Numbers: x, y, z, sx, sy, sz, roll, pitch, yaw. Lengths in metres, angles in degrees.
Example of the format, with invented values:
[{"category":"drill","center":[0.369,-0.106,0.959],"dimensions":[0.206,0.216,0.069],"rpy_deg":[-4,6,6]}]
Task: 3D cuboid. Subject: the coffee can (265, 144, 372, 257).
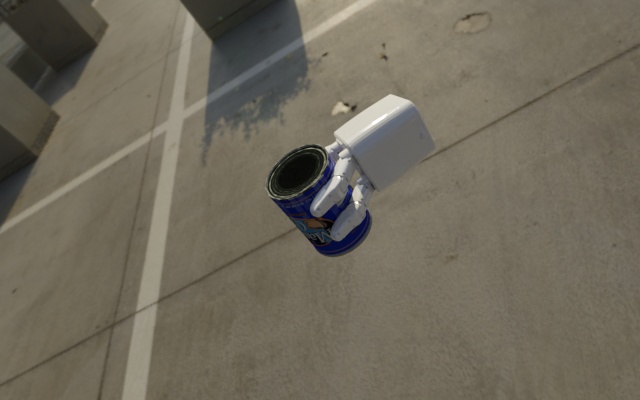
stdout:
[{"category":"coffee can","center":[0.000,0.002,0.699],"dimensions":[0.103,0.102,0.140],"rpy_deg":[0,-38,38]}]
